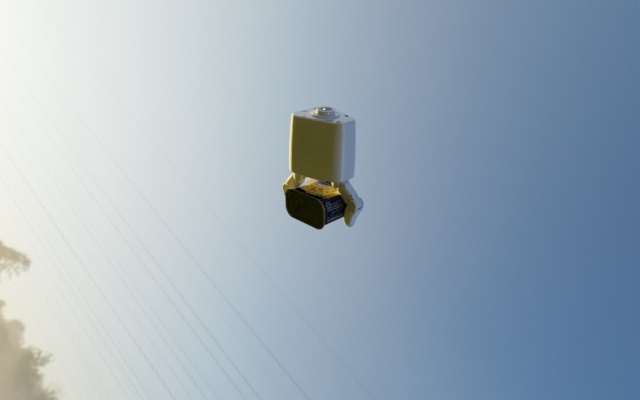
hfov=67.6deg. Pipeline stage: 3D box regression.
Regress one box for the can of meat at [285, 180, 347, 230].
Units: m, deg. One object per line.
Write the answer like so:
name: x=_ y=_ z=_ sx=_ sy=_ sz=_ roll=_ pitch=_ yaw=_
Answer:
can of meat: x=0.000 y=0.003 z=0.866 sx=0.084 sy=0.057 sz=0.102 roll=-22 pitch=31 yaw=-39
